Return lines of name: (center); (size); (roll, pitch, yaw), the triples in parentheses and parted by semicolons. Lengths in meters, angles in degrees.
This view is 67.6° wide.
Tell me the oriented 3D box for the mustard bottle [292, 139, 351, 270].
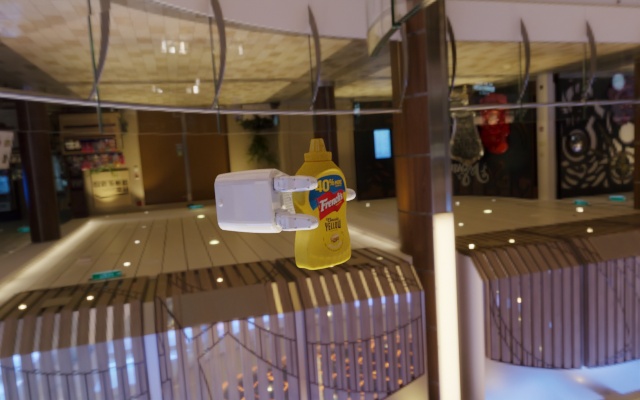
mustard bottle: (0.000, 0.003, 0.729); (0.096, 0.191, 0.058); (-9, 8, -42)
